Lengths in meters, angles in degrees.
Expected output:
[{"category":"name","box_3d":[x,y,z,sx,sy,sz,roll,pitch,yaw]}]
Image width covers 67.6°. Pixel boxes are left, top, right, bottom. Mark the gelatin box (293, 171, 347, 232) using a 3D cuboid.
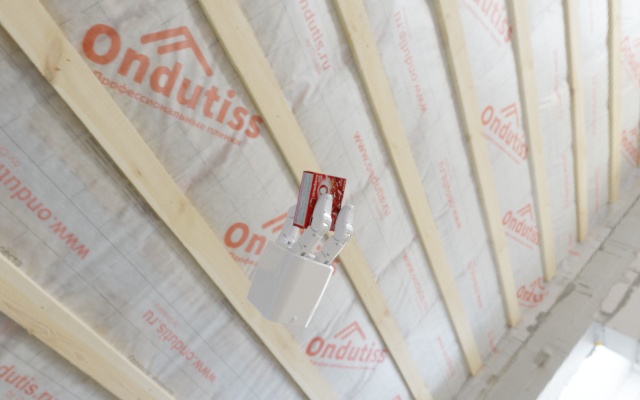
[{"category":"gelatin box","box_3d":[0.000,0.002,0.748,0.073,0.089,0.030,8,4,-43]}]
